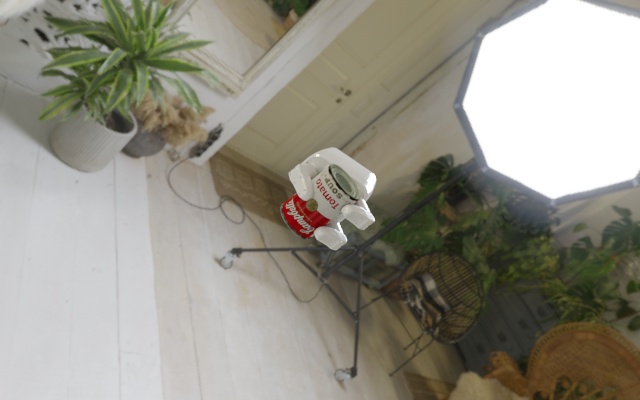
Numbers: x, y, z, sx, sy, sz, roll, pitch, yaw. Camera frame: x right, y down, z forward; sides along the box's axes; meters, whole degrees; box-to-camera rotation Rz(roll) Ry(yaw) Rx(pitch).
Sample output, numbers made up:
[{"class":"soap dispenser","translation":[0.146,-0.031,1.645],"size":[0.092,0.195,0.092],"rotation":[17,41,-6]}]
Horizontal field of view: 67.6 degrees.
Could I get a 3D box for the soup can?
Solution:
[{"class":"soup can","translation":[0.000,0.002,0.705],"size":[0.102,0.068,0.068],"rotation":[-39,-17,21]}]
